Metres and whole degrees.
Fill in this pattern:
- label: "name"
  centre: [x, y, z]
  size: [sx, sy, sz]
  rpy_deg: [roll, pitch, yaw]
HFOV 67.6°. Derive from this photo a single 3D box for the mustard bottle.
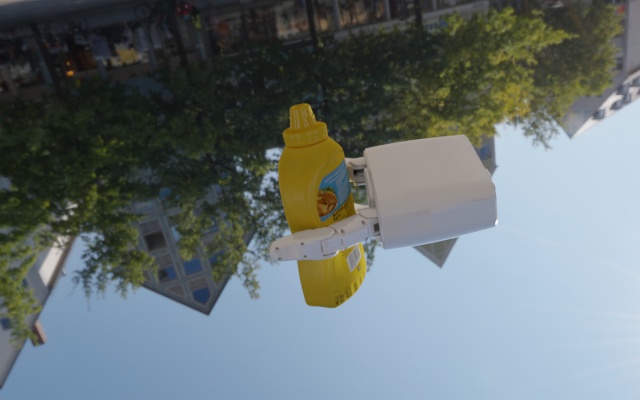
- label: "mustard bottle"
  centre: [0.000, 0.002, 0.466]
  size: [0.058, 0.192, 0.096]
  rpy_deg: [0, 24, 27]
